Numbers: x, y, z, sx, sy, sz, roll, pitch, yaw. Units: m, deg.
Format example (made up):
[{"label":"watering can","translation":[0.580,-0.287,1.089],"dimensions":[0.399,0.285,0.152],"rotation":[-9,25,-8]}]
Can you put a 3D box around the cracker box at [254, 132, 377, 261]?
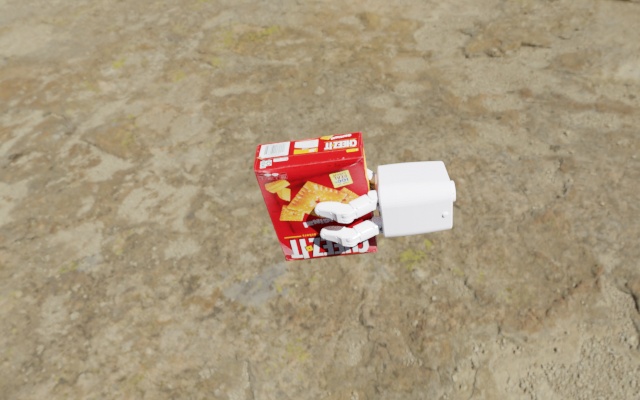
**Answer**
[{"label":"cracker box","translation":[0.000,0.002,0.768],"dimensions":[0.164,0.214,0.072],"rotation":[-6,43,8]}]
